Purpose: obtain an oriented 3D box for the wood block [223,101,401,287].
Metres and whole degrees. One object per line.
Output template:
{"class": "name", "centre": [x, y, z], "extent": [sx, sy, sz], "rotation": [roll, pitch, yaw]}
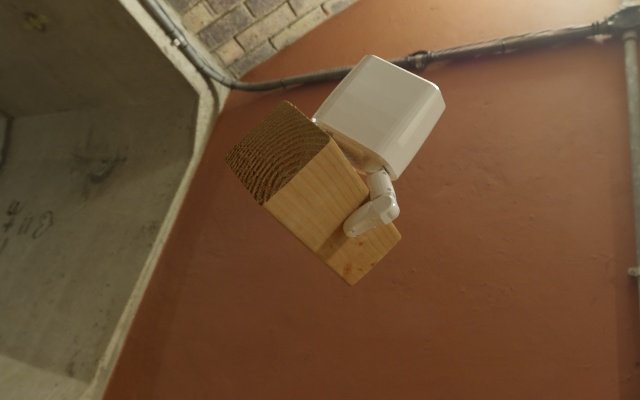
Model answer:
{"class": "wood block", "centre": [0.001, 0.002, 0.526], "extent": [0.090, 0.090, 0.206], "rotation": [45, -2, 41]}
